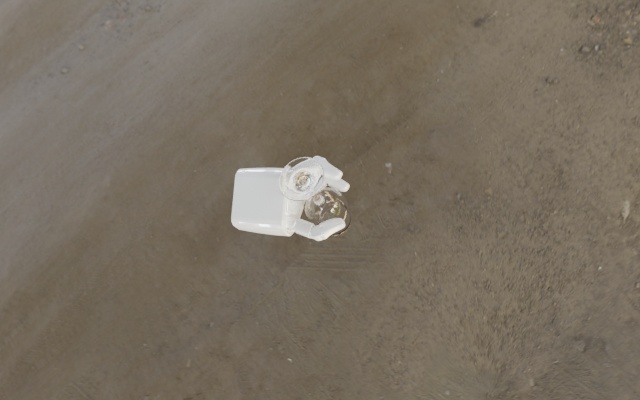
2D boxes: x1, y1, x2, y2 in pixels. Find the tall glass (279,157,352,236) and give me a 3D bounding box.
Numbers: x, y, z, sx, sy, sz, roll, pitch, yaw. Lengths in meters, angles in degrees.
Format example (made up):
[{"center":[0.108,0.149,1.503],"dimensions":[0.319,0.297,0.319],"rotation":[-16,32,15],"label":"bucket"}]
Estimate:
[{"center":[0.000,0.003,0.823],"dimensions":[0.079,0.079,0.201],"rotation":[0,-22,19],"label":"tall glass"}]
